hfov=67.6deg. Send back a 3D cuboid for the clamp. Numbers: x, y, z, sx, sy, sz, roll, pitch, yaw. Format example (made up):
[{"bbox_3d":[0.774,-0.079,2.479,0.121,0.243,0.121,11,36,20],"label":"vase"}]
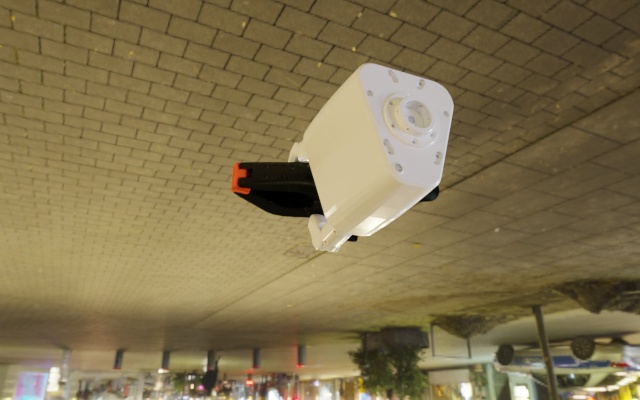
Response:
[{"bbox_3d":[0.000,0.002,0.529,0.210,0.036,0.165,10,-28,-22],"label":"clamp"}]
